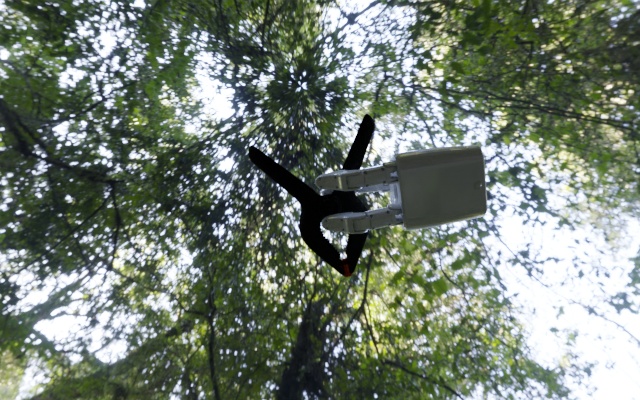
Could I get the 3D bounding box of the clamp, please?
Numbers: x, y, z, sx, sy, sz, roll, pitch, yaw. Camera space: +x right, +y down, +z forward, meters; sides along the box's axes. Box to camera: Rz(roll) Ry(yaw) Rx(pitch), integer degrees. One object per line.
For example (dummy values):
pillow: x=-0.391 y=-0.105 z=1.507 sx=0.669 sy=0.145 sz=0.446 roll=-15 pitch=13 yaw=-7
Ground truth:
clamp: x=0.000 y=0.002 z=0.629 sx=0.164 sy=0.210 sz=0.036 roll=-8 pitch=14 yaw=3
